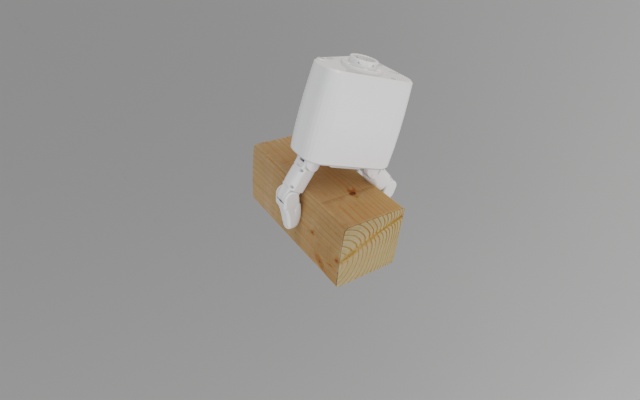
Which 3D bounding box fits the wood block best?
[{"bbox_3d":[0.000,0.002,0.621,0.091,0.090,0.206,-18,42,-30],"label":"wood block"}]
